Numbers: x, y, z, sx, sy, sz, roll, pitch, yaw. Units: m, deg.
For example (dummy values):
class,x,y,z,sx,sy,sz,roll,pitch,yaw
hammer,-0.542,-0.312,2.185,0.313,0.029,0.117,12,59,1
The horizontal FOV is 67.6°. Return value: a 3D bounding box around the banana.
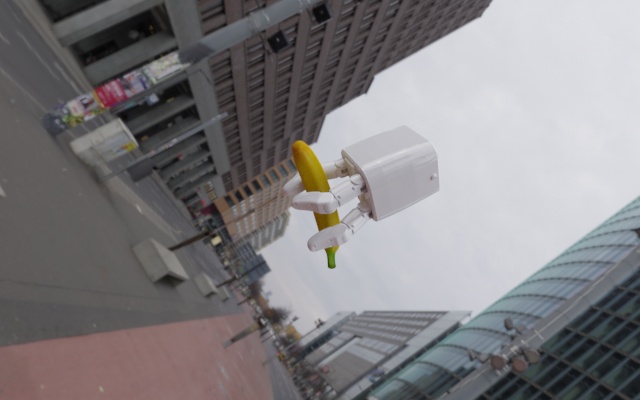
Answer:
class,x,y,z,sx,sy,sz,roll,pitch,yaw
banana,0.000,-0.002,0.684,0.037,0.198,0.069,-16,23,3
